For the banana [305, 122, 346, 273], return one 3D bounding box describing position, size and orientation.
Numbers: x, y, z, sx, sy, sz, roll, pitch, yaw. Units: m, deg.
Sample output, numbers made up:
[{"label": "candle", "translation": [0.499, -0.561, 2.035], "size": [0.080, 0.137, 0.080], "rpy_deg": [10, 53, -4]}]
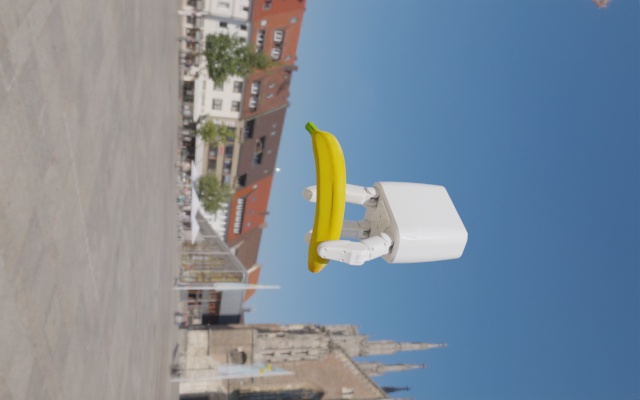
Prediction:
[{"label": "banana", "translation": [0.006, 0.001, 0.600], "size": [0.037, 0.198, 0.069], "rpy_deg": [-1, 7, -20]}]
